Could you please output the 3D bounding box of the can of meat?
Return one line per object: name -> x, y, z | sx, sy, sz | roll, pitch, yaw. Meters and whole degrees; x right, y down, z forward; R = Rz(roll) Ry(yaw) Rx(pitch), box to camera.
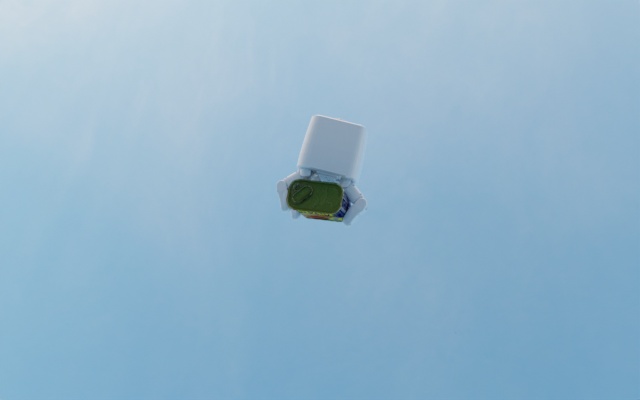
can of meat -> 0.000, 0.003, 0.869 | 0.102, 0.057, 0.084 | 6, -13, 17
